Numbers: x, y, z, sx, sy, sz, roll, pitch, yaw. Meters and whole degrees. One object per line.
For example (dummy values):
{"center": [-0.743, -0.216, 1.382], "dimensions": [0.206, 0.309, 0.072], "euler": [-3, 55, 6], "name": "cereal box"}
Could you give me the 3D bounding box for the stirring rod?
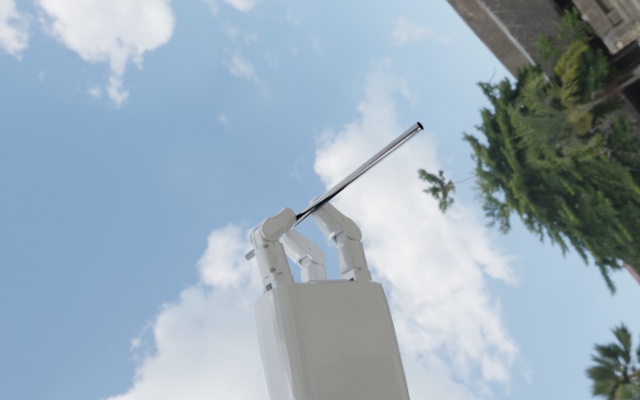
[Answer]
{"center": [0.000, 0.001, 0.441], "dimensions": [0.011, 0.011, 0.240], "euler": [0, -30, -48], "name": "stirring rod"}
